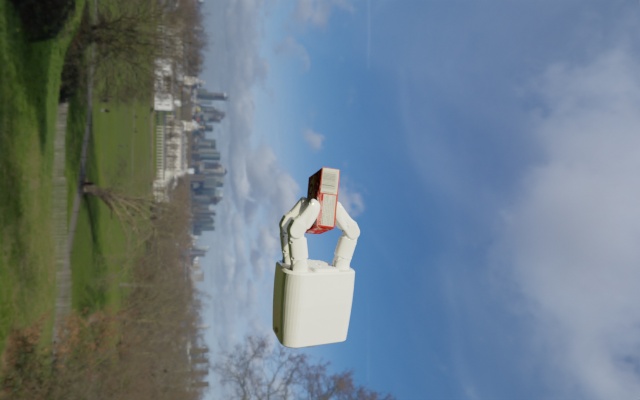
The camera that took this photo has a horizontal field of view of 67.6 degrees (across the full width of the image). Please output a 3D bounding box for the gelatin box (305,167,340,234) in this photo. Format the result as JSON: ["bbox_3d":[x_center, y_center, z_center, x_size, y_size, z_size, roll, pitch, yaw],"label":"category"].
[{"bbox_3d":[0.001,0.002,0.701,0.030,0.089,0.073,9,-11,-15],"label":"gelatin box"}]
